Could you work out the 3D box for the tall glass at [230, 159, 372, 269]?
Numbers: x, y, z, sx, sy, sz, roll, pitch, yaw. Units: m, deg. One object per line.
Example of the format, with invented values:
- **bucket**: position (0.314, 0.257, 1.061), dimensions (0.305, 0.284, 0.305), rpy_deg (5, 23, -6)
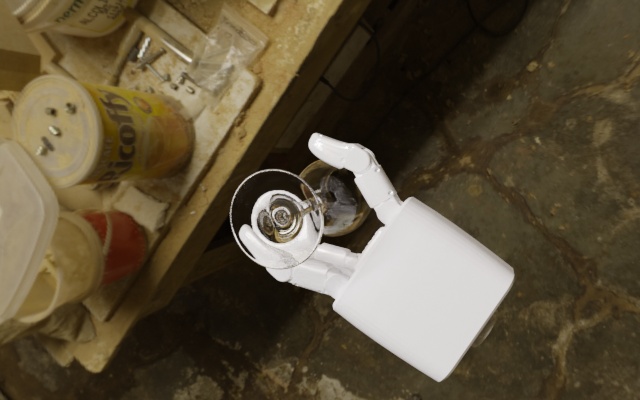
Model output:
- **tall glass**: position (0.000, 0.001, 0.438), dimensions (0.079, 0.079, 0.201), rpy_deg (0, 8, 19)
